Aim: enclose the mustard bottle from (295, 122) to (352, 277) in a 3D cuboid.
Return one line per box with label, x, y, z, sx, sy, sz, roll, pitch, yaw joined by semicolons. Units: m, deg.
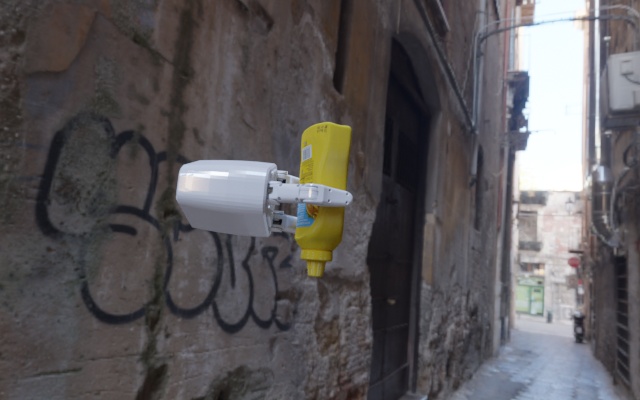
mustard bottle;0.000;0.002;0.619;0.058;0.191;0.096;8;-8;-23
